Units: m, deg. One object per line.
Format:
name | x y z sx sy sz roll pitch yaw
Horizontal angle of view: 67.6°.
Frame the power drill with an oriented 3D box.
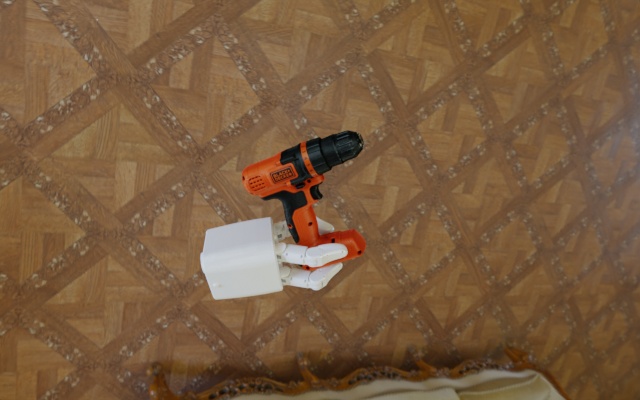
power drill | 0.000 0.003 0.703 0.184 0.188 0.057 -18 20 17
